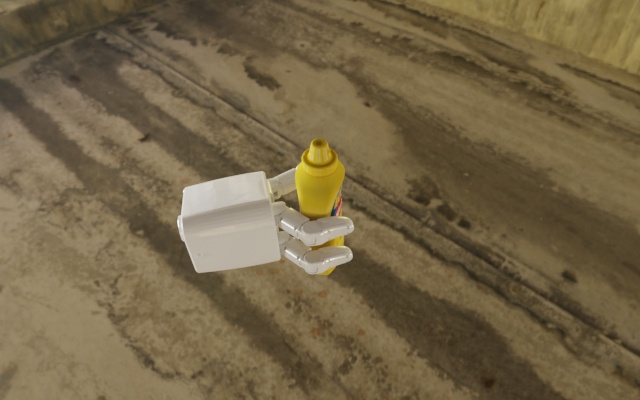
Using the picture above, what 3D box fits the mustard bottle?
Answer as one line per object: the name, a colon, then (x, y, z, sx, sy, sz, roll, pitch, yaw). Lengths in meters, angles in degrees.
mustard bottle: (0.000, 0.002, 0.597, 0.058, 0.096, 0.192, 7, -43, 9)
